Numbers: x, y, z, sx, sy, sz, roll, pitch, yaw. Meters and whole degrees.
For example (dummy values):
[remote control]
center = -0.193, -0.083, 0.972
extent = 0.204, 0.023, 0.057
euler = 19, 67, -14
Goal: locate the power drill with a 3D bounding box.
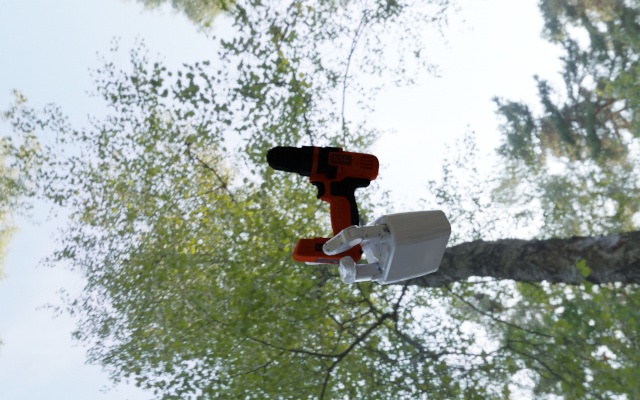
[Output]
[power drill]
center = 0.000, 0.003, 0.751
extent = 0.184, 0.187, 0.057
euler = 5, -16, -3
